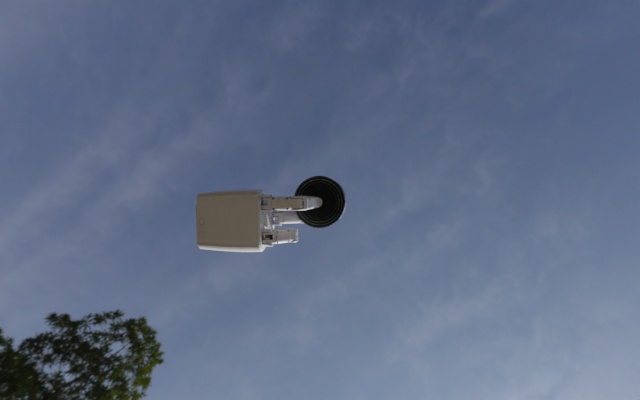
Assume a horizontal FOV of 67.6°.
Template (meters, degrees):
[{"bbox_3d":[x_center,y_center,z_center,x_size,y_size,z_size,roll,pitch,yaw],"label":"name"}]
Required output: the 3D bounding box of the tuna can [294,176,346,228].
[{"bbox_3d":[0.000,0.003,0.796,0.086,0.086,0.034,0,-1,9],"label":"tuna can"}]
